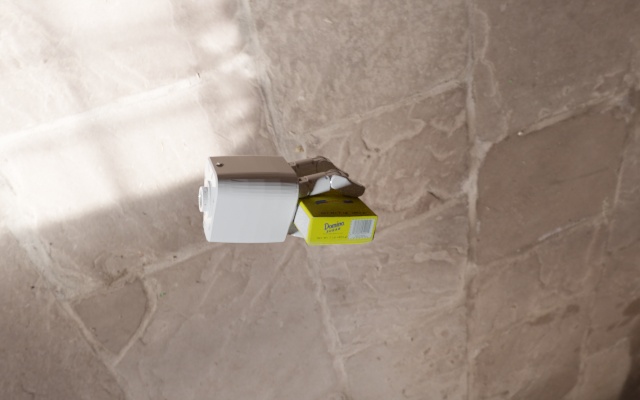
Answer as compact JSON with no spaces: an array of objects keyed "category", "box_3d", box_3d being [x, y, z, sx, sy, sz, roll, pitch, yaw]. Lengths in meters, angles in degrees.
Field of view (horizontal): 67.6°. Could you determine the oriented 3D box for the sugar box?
[{"category":"sugar box","box_3d":[0.000,0.002,0.669,0.093,0.048,0.176,0,26,-22]}]
